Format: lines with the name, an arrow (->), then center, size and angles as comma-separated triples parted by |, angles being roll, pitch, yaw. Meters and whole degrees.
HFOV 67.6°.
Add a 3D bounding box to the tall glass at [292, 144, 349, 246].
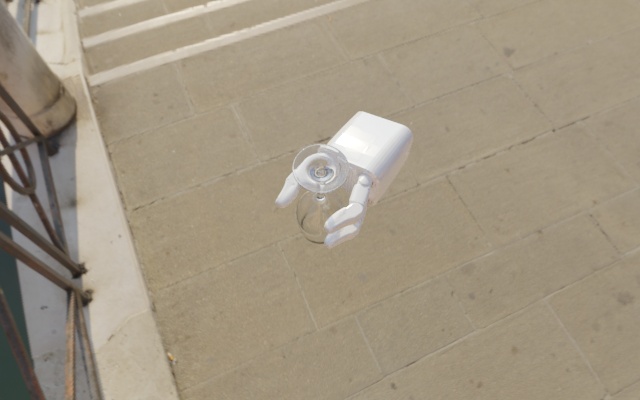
tall glass -> 0.000, 0.002, 0.707 | 0.079, 0.079, 0.201 | 0, -27, -1
